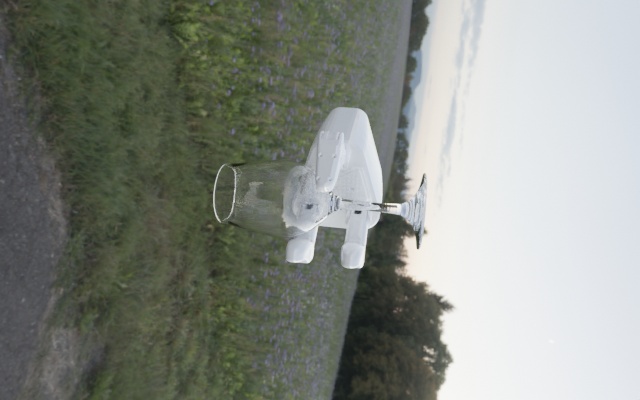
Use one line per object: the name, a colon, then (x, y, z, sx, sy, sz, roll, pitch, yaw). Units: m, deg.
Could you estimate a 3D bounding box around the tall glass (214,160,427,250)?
tall glass: (0.001, 0.002, 0.474, 0.201, 0.079, 0.079, 5, 1, 8)
